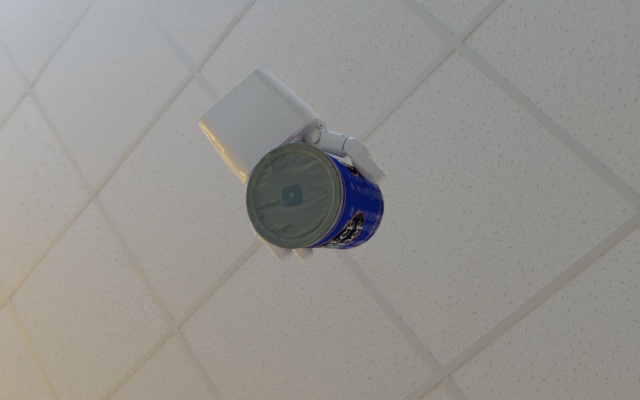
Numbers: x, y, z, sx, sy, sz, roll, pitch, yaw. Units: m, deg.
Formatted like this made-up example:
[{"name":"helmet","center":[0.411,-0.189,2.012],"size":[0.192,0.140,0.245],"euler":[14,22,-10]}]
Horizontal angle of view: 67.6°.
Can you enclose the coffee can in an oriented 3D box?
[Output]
[{"name":"coffee can","center":[0.000,0.002,0.518],"size":[0.103,0.103,0.140],"euler":[0,-6,24]}]
